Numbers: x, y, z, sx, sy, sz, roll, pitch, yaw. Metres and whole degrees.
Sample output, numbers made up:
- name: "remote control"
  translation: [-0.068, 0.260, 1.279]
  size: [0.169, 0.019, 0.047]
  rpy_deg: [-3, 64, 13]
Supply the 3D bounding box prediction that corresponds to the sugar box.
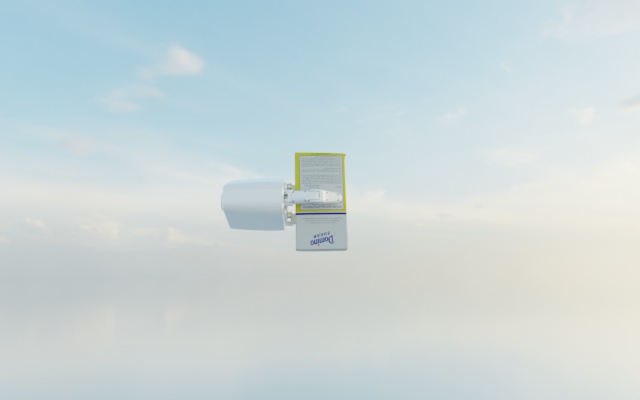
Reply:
- name: "sugar box"
  translation: [0.000, 0.003, 0.859]
  size: [0.093, 0.176, 0.048]
  rpy_deg: [0, -9, -4]
